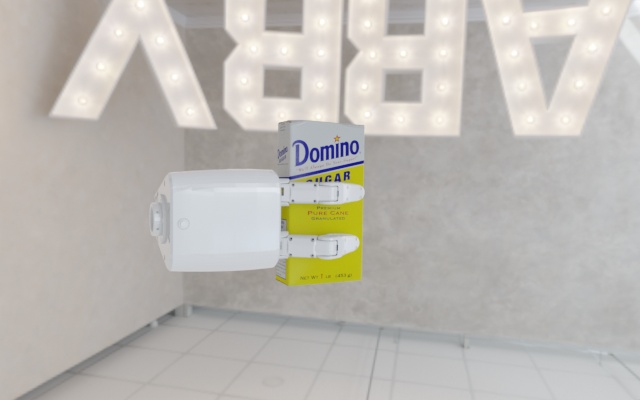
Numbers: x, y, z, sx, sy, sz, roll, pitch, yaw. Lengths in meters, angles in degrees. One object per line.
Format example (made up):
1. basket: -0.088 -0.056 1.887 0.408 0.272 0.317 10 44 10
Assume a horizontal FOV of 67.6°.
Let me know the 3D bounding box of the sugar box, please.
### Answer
1. sugar box: 0.000 0.002 0.531 0.093 0.176 0.048 -1 5 -25
